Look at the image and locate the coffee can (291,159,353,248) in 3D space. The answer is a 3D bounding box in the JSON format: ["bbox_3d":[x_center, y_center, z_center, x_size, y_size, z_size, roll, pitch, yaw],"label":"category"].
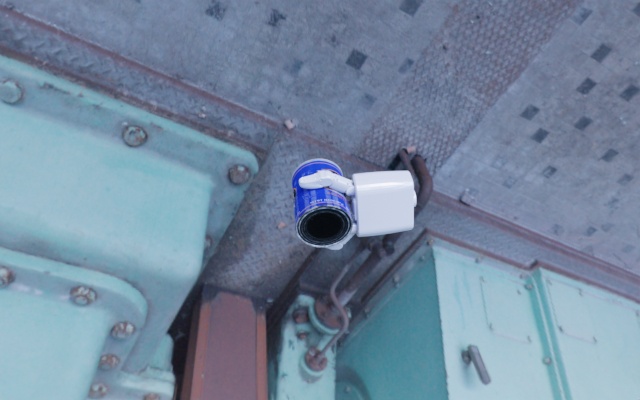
[{"bbox_3d":[0.000,0.003,0.896,0.103,0.103,0.140,0,41,-7],"label":"coffee can"}]
